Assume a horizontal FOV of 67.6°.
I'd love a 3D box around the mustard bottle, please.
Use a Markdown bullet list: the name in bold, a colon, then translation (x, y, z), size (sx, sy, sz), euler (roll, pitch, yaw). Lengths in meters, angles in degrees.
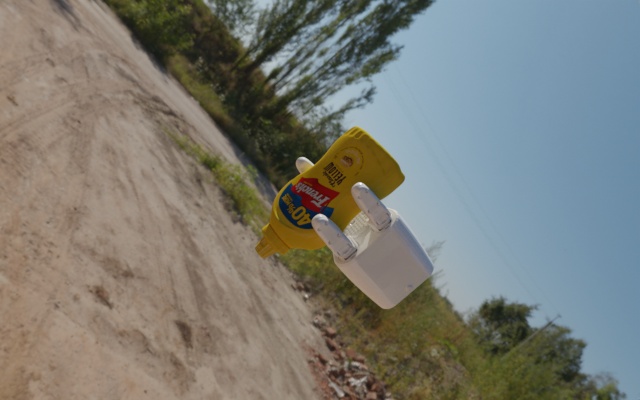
- **mustard bottle**: translation (0.000, 0.002, 0.570), size (0.096, 0.191, 0.058), euler (50, 1, 36)
